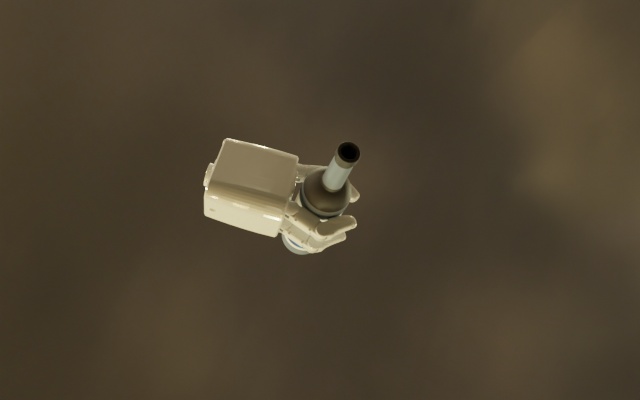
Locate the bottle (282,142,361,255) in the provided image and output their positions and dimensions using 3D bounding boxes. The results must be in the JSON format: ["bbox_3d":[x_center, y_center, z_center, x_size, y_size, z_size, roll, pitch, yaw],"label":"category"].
[{"bbox_3d":[0.000,0.002,0.664,0.069,0.069,0.296,0,-22,-14],"label":"bottle"}]
